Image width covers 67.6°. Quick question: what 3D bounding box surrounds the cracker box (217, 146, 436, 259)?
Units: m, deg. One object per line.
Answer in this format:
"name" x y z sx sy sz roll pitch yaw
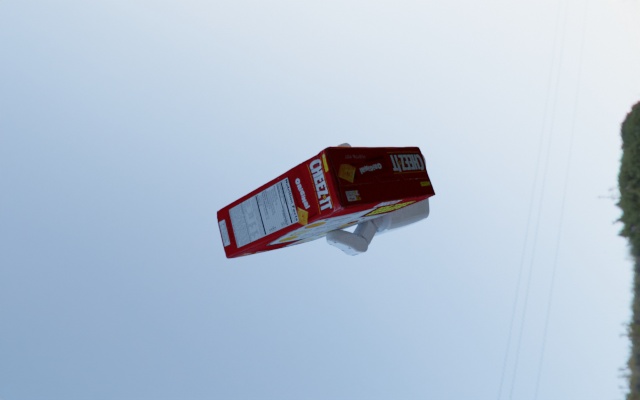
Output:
"cracker box" 0.000 0.002 0.576 0.164 0.072 0.214 -8 -13 -45
